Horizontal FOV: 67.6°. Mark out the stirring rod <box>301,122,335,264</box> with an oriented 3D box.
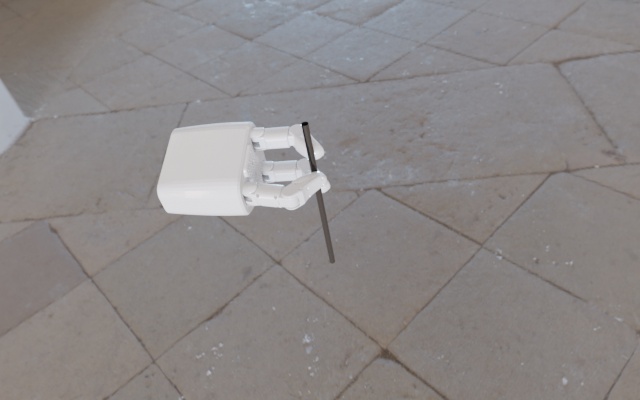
[{"bbox_3d":[0.000,0.002,0.602,0.011,0.240,0.011,-6,44,6],"label":"stirring rod"}]
